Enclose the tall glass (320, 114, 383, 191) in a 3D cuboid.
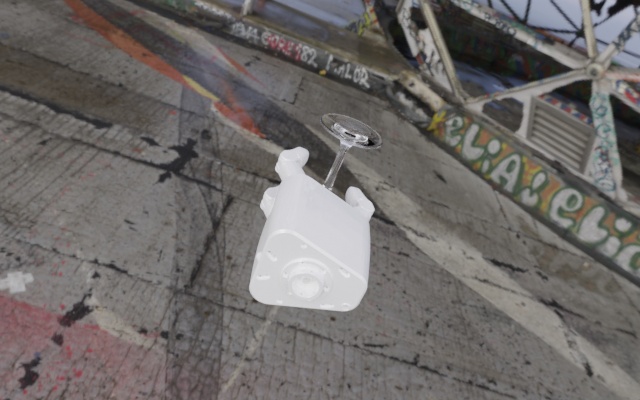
[{"bbox_3d":[0.000,0.001,0.576,0.079,0.201,0.079,18,30,-10],"label":"tall glass"}]
